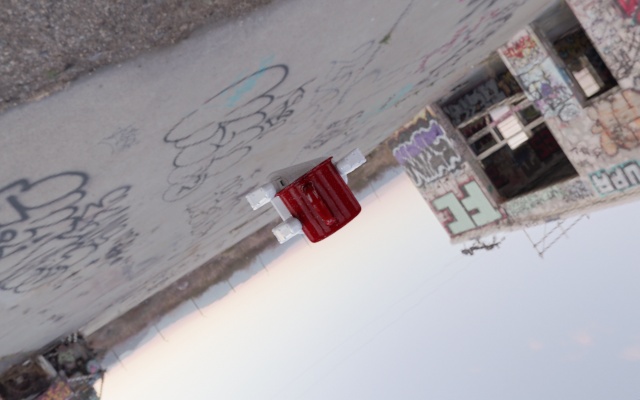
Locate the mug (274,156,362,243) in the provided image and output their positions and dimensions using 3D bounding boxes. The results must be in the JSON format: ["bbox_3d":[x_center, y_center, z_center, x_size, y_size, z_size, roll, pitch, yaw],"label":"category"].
[{"bbox_3d":[0.000,0.002,0.608,0.093,0.081,0.117,-34,3,1],"label":"mug"}]
